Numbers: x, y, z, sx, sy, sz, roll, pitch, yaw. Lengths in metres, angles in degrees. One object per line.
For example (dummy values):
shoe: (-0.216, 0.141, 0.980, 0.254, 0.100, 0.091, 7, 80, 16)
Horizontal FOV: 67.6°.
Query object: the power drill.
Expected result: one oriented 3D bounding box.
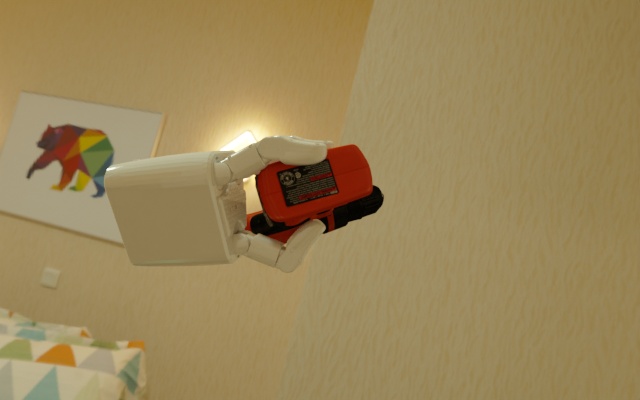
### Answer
power drill: (0.000, 0.002, 0.523, 0.184, 0.057, 0.188, -18, -13, -11)
